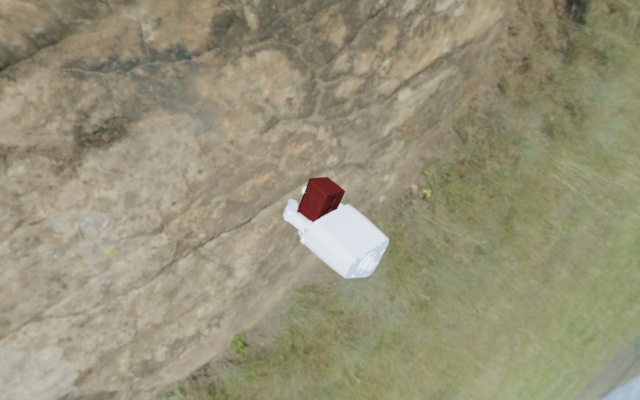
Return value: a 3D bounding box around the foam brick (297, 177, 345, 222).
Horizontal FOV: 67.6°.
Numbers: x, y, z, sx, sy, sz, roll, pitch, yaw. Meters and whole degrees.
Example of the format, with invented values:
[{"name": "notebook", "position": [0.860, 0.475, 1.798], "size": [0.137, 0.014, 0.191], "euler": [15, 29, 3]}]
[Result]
[{"name": "foam brick", "position": [0.000, 0.003, 0.879], "size": [0.053, 0.078, 0.051], "euler": [-11, 42, -47]}]
